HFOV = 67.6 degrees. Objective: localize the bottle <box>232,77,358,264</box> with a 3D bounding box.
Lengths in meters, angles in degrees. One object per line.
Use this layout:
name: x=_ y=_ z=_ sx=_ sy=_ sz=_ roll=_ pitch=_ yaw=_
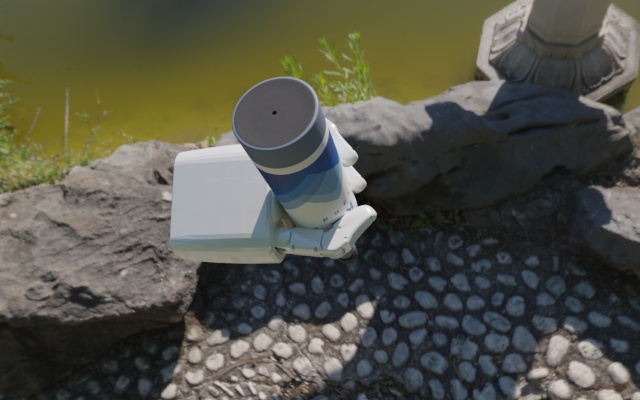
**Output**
bottle: x=0.000 y=0.001 z=0.472 sx=0.069 sy=0.069 sz=0.296 roll=0 pitch=-26 yaw=15
